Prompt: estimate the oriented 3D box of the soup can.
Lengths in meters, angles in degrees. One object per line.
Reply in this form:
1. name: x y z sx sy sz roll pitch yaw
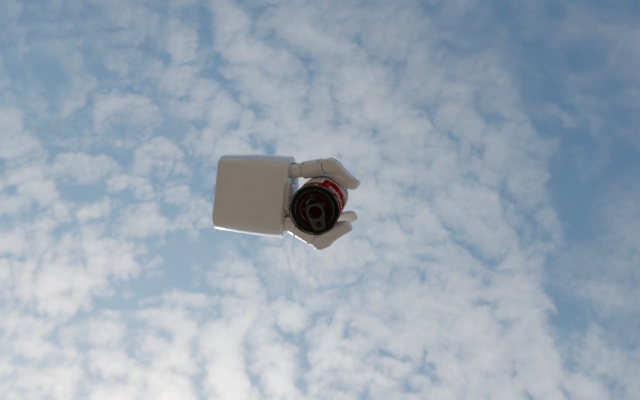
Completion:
1. soup can: 0.001 0.002 0.668 0.068 0.068 0.102 0 13 10
